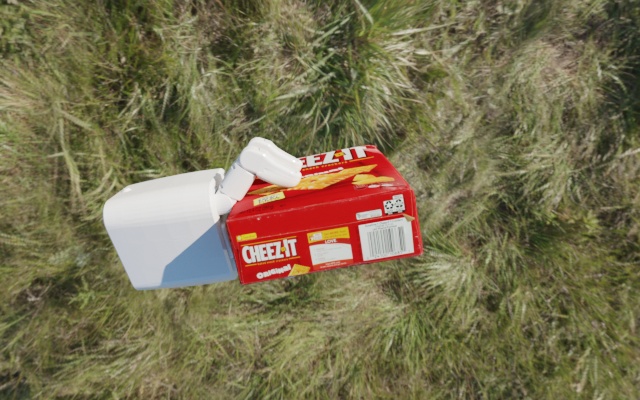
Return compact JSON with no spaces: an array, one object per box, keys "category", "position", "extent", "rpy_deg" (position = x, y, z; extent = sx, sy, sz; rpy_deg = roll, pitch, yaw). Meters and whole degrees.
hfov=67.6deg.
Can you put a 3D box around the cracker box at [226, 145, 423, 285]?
[{"category":"cracker box","position":[0.000,0.002,0.505],"extent":[0.164,0.072,0.213],"rpy_deg":[-10,17,1]}]
